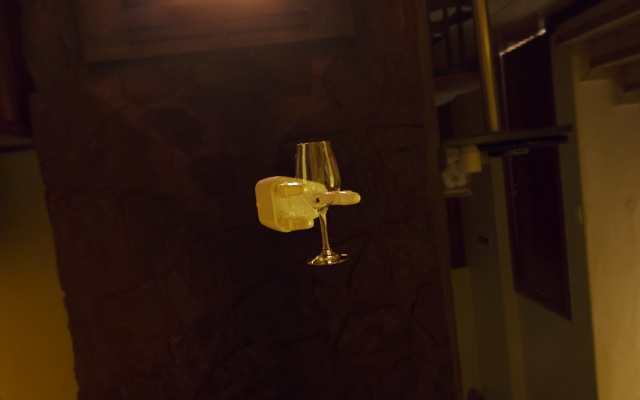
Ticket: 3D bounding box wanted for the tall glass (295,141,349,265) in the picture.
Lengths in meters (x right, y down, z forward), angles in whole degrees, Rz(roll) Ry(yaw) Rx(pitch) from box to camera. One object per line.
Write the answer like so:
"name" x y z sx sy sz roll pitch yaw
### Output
"tall glass" 0.000 0.003 0.808 0.079 0.201 0.079 -7 5 1
